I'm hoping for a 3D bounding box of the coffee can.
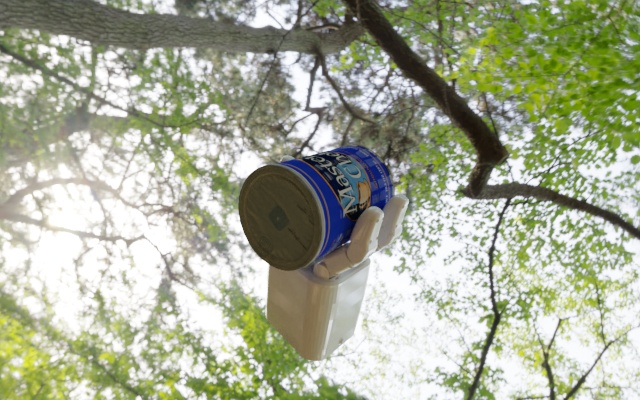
[{"bbox_3d":[0.000,0.001,0.499,0.103,0.103,0.140,0,13,37],"label":"coffee can"}]
